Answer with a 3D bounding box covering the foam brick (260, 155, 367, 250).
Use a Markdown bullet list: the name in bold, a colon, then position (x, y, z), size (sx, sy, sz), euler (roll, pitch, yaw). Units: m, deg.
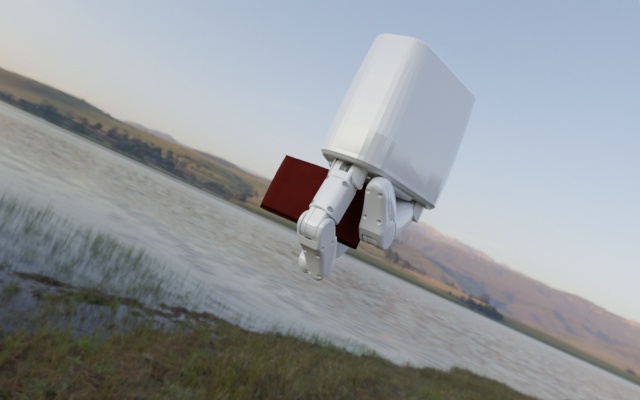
- **foam brick**: position (0.000, 0.001, 0.411), size (0.078, 0.051, 0.053), euler (21, -4, 31)
